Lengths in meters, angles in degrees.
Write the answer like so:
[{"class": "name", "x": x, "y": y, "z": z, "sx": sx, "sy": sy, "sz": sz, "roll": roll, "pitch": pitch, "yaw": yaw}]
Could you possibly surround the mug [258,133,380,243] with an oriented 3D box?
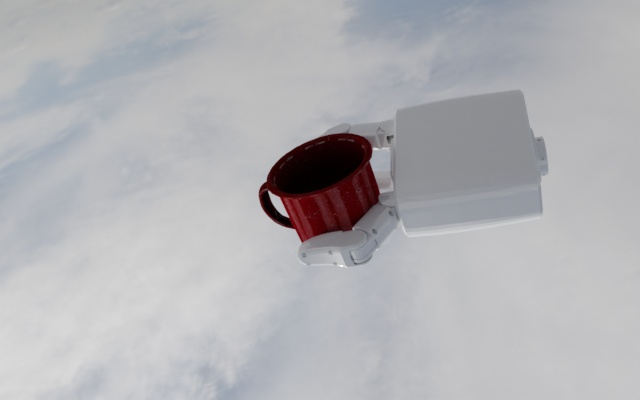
[{"class": "mug", "x": -0.001, "y": 0.002, "z": 0.423, "sx": 0.117, "sy": 0.081, "sz": 0.093, "roll": -7, "pitch": 36, "yaw": 23}]
